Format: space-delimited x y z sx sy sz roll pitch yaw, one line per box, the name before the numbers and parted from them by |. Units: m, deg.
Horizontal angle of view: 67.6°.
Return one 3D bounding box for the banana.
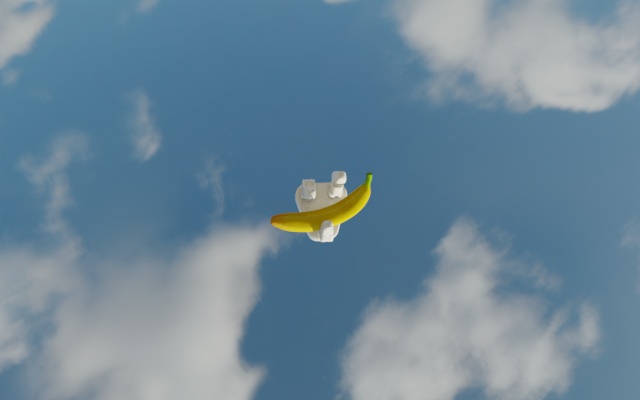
banana | 0.011 0.017 0.854 0.198 0.070 0.037 -26 20 -2
